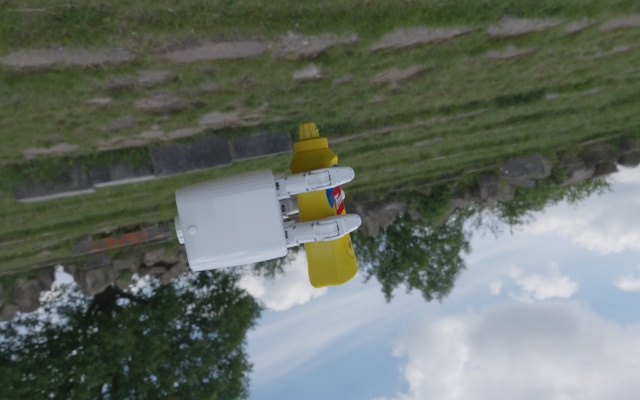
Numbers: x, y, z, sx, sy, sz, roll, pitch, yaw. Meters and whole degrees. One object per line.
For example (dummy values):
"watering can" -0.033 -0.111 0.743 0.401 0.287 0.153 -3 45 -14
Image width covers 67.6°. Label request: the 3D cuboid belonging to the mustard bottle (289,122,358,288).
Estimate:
"mustard bottle" 0.000 0.002 0.577 0.058 0.191 0.096 -10 3 15
